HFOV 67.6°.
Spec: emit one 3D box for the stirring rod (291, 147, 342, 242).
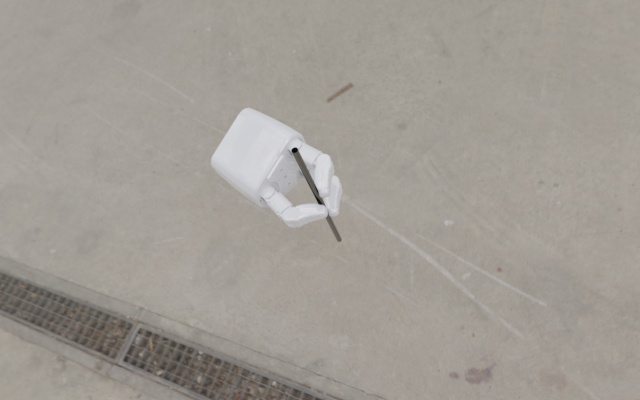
[{"bbox_3d":[0.000,0.002,0.634,0.011,0.011,0.240,0,-29,16],"label":"stirring rod"}]
